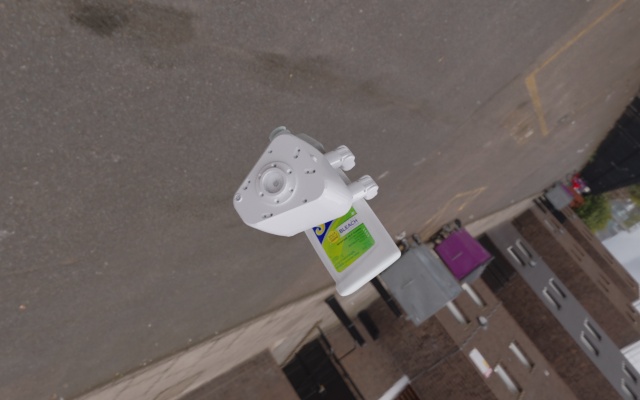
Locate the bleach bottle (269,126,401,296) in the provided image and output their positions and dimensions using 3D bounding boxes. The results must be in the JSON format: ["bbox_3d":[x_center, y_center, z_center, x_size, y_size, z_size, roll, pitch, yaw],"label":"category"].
[{"bbox_3d":[0.000,0.002,0.672,0.102,0.250,0.068,-39,-17,9],"label":"bleach bottle"}]
